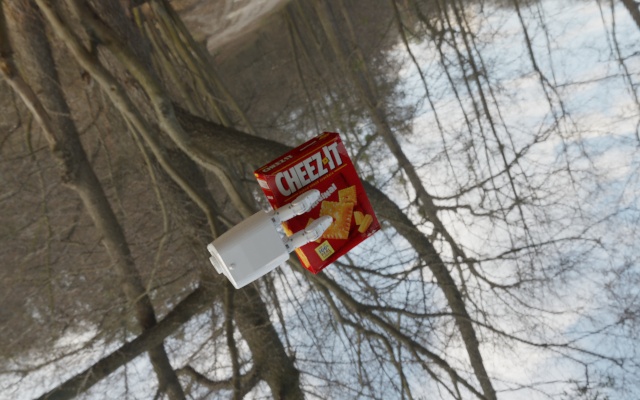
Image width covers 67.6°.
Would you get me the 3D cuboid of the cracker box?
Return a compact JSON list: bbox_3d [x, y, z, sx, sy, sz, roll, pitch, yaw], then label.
[{"bbox_3d":[0.000,0.003,0.892,0.164,0.214,0.072,-32,20,-17],"label":"cracker box"}]
